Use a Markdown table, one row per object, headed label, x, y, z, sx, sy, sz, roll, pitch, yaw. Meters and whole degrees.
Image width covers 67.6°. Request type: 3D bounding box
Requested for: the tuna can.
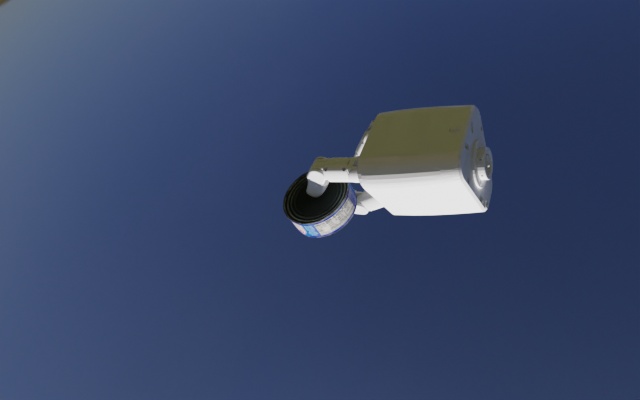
| label | x | y | z | sx | sy | sz | roll | pitch | yaw |
| --- | --- | --- | --- | --- | --- | --- | --- | --- | --- |
| tuna can | 0.000 | 0.002 | 0.578 | 0.086 | 0.086 | 0.034 | 0 | -37 | 31 |
